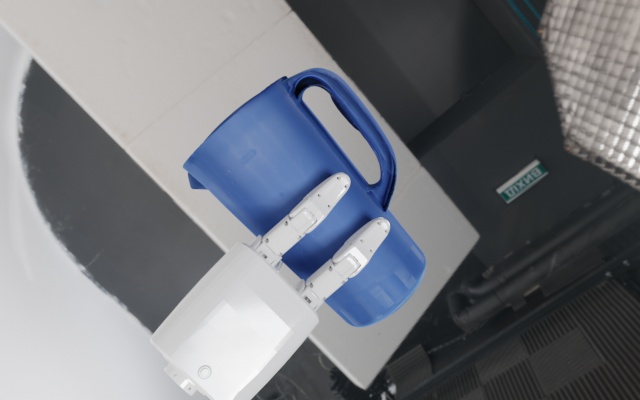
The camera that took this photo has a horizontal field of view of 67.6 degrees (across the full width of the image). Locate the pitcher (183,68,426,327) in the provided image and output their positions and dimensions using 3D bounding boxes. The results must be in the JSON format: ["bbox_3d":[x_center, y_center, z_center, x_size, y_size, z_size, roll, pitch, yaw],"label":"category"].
[{"bbox_3d":[0.000,0.002,0.475,0.145,0.243,0.149,-47,10,-24],"label":"pitcher"}]
